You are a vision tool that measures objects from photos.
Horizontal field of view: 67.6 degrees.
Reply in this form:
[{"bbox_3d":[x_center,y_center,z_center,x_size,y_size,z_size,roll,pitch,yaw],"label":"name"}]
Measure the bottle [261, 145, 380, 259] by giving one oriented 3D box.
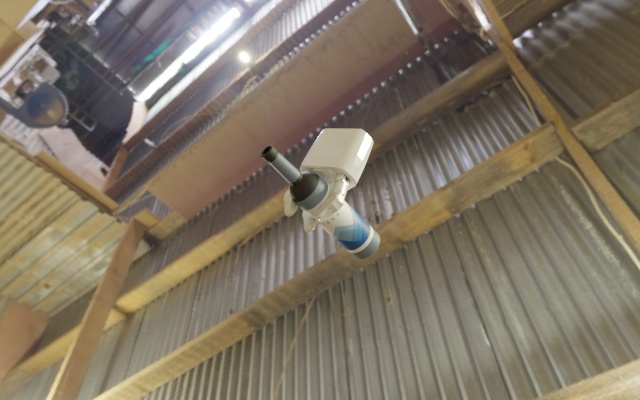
[{"bbox_3d":[0.000,0.003,0.888,0.296,0.069,0.069,43,-25,-30],"label":"bottle"}]
